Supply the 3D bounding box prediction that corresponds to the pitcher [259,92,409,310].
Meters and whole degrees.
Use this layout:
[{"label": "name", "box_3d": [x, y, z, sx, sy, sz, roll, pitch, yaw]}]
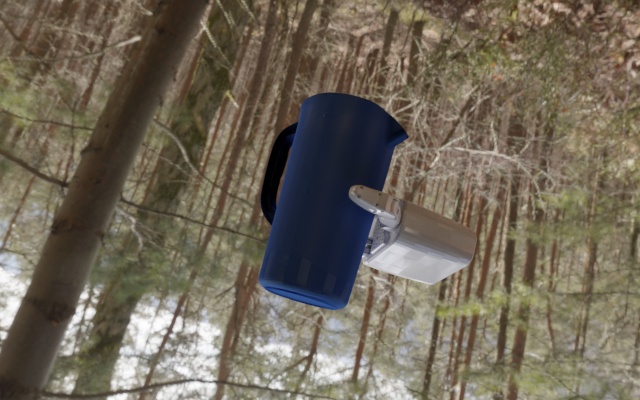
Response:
[{"label": "pitcher", "box_3d": [0.000, 0.002, 0.591, 0.145, 0.242, 0.149, 20, -17, -12]}]
